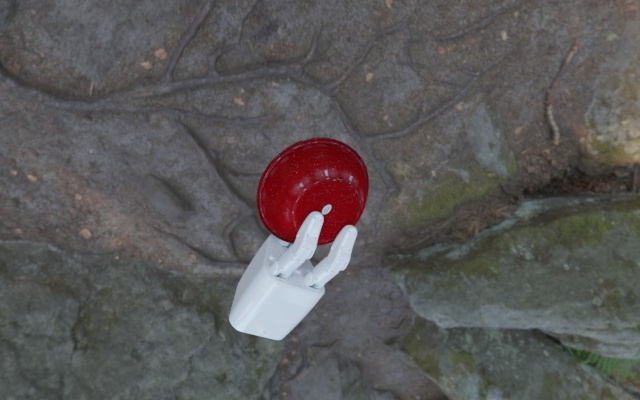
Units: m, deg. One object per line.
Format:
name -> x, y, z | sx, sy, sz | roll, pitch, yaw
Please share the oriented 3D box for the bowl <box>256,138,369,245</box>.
bowl -> 0.001, 0.001, 0.628 | 0.162, 0.162, 0.055 | 0, 26, -21
